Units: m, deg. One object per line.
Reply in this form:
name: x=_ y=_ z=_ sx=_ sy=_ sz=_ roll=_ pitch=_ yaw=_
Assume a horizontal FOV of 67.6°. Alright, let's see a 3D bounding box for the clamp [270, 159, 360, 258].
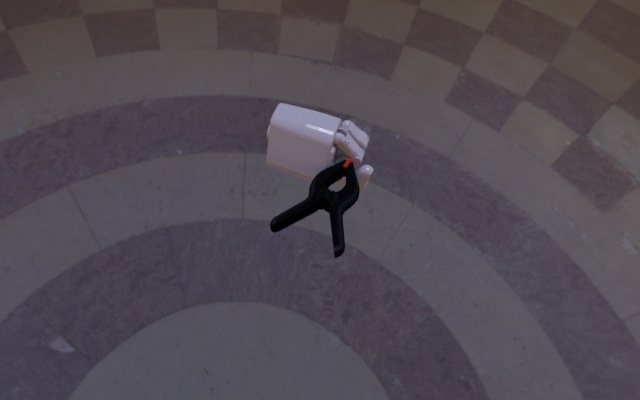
clamp: x=0.000 y=0.002 z=0.740 sx=0.120 sy=0.171 sz=0.039 roll=16 pitch=-35 yaw=9
